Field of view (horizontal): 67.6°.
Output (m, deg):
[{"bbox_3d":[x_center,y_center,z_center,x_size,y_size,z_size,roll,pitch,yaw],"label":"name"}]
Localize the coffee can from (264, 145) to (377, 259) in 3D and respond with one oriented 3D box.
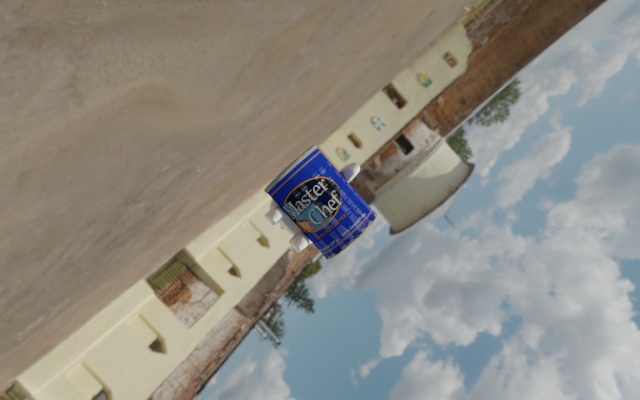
[{"bbox_3d":[0.000,0.002,0.715,0.103,0.140,0.103,-42,3,3],"label":"coffee can"}]
